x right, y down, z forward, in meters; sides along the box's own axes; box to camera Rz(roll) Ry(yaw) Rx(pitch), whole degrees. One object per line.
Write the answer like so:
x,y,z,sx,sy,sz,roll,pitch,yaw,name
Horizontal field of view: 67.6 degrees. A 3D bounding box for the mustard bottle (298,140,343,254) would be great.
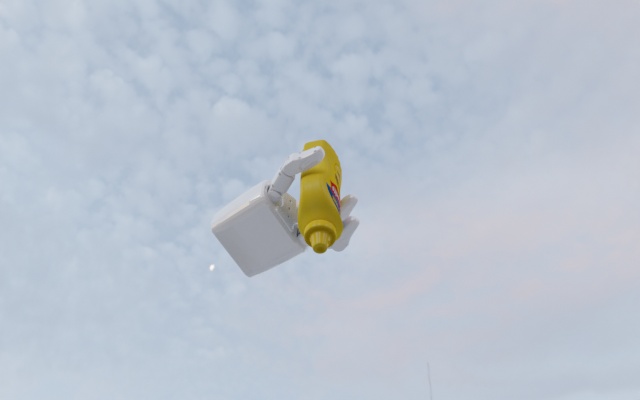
0.000,0.002,0.656,0.058,0.096,0.191,-9,36,8,mustard bottle
